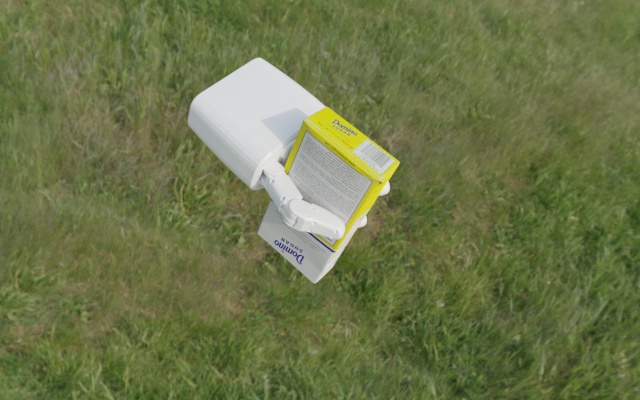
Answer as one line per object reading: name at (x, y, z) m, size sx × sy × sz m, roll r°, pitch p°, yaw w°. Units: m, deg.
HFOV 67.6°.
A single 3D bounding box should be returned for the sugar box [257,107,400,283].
sugar box at (0.000, 0.001, 0.497) m, size 0.048 × 0.093 × 0.176 m, roll -40°, pitch -15°, yaw -42°
